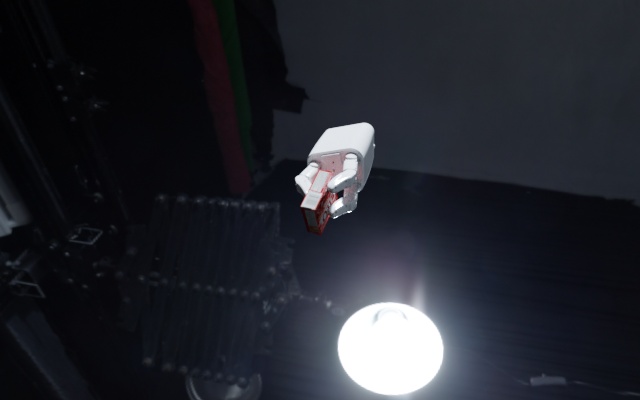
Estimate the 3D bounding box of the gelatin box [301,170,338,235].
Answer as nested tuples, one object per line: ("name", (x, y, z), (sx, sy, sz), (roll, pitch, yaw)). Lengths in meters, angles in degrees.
("gelatin box", (0.000, 0.003, 0.825), (0.030, 0.089, 0.073), (13, -35, 19))
